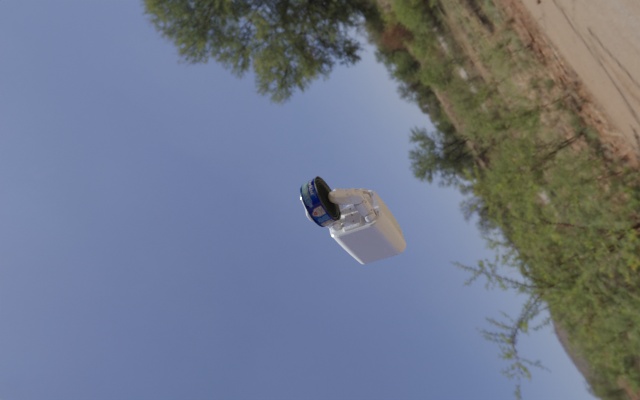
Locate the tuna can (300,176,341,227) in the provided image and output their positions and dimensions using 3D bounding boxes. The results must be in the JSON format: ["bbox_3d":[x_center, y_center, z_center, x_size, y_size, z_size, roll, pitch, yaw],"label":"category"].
[{"bbox_3d":[0.000,0.003,0.837,0.034,0.086,0.086,-28,-9,17],"label":"tuna can"}]
